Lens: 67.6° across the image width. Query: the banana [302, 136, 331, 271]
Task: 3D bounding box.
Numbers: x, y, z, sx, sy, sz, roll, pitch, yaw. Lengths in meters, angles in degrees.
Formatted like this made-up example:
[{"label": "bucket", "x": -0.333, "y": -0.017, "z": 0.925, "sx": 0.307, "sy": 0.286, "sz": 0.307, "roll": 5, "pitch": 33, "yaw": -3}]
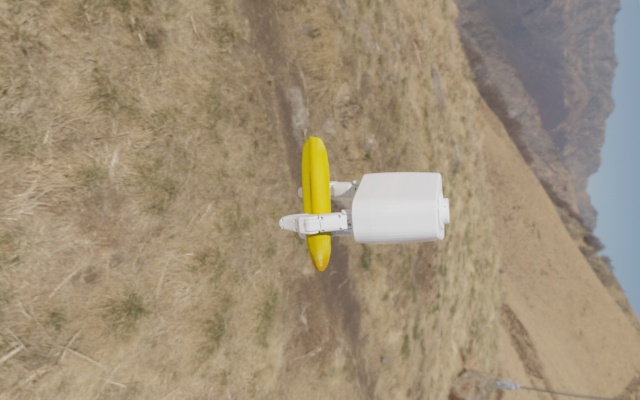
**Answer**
[{"label": "banana", "x": -0.003, "y": -0.005, "z": 0.649, "sx": 0.037, "sy": 0.197, "sz": 0.070, "roll": -4, "pitch": -14, "yaw": 9}]
